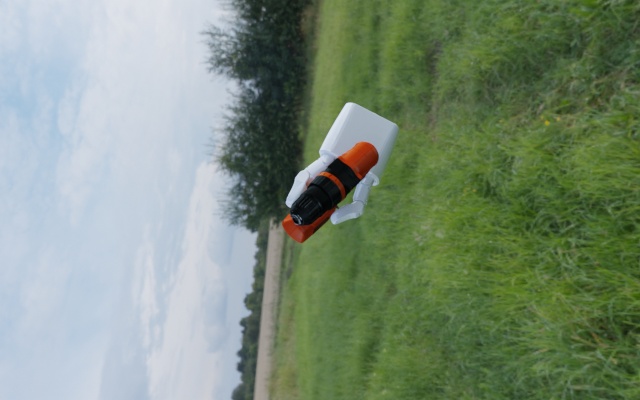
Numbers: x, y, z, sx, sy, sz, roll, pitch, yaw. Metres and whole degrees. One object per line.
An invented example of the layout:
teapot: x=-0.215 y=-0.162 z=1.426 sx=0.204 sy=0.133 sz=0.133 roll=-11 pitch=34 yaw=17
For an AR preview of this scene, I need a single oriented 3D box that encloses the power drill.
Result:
power drill: x=0.000 y=0.002 z=0.760 sx=0.184 sy=0.057 sz=0.188 roll=-41 pitch=-4 yaw=-31
